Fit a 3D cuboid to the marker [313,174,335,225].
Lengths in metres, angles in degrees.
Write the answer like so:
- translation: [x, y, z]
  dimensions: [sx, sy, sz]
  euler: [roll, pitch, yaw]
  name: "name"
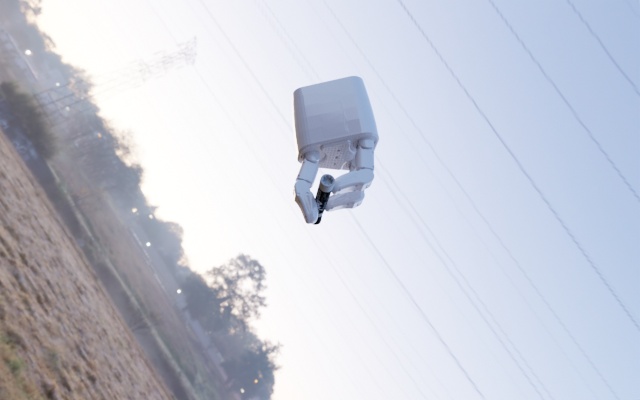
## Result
- translation: [0.000, 0.002, 0.638]
  dimensions: [0.020, 0.020, 0.121]
  euler: [0, -27, -9]
  name: "marker"
